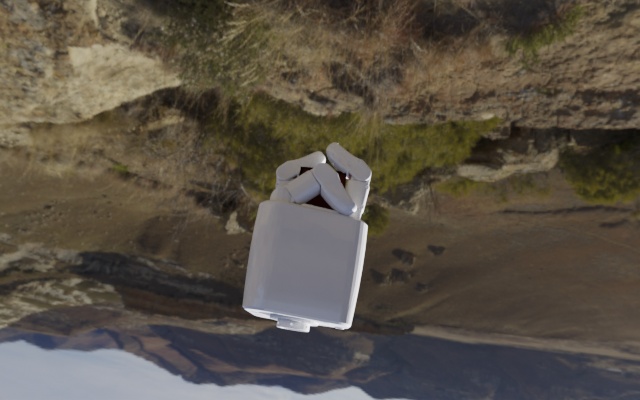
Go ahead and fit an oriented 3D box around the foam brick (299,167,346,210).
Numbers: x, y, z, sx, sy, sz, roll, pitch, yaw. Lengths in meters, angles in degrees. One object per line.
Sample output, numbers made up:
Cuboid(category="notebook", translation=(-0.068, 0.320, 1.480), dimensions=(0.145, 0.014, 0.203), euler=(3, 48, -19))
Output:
Cuboid(category="foam brick", translation=(0.000, 0.002, 0.541), dimensions=(0.053, 0.051, 0.078), euler=(8, -18, 5))
